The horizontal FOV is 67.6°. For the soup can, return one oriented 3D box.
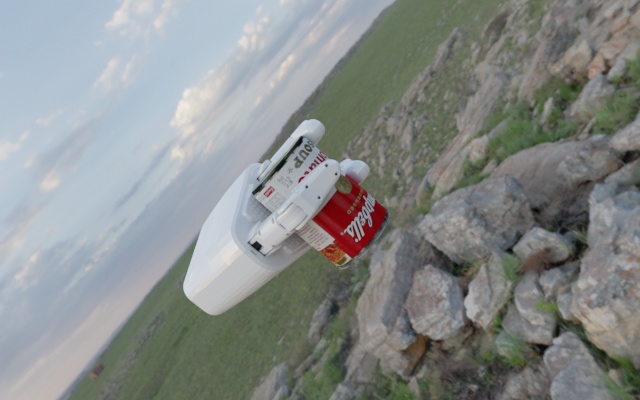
[{"bbox_3d":[0.000,0.001,0.414,0.102,0.068,0.068,41,-8,-9],"label":"soup can"}]
